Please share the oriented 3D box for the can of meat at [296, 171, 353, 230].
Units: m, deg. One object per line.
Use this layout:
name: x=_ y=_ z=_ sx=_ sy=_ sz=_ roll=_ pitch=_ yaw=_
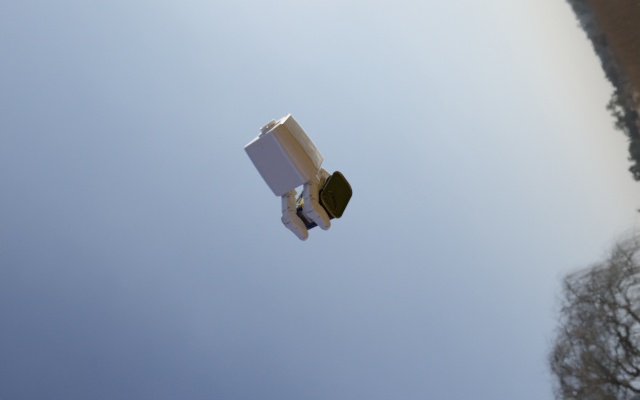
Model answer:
can of meat: x=0.000 y=0.003 z=0.864 sx=0.084 sy=0.057 sz=0.102 roll=-26 pitch=21 yaw=34
